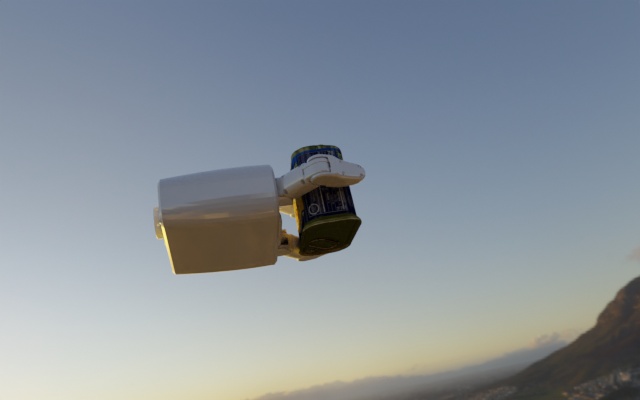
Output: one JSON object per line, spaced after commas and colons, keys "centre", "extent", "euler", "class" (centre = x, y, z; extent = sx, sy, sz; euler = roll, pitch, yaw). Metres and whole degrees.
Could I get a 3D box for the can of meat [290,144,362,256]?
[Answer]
{"centre": [0.000, 0.001, 0.495], "extent": [0.057, 0.084, 0.102], "euler": [-8, -22, -10], "class": "can of meat"}
